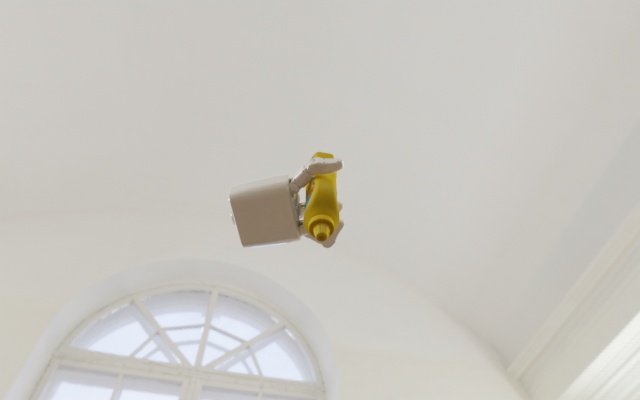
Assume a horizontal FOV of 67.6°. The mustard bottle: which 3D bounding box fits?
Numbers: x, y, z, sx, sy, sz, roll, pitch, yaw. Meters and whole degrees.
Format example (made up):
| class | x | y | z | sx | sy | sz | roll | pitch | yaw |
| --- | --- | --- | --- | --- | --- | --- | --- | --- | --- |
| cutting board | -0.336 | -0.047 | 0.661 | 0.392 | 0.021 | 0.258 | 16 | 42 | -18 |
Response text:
| class | x | y | z | sx | sy | sz | roll | pitch | yaw |
| --- | --- | --- | --- | --- | --- | --- | --- | --- | --- |
| mustard bottle | 0.000 | 0.002 | 0.802 | 0.058 | 0.096 | 0.191 | 10 | 33 | -7 |
